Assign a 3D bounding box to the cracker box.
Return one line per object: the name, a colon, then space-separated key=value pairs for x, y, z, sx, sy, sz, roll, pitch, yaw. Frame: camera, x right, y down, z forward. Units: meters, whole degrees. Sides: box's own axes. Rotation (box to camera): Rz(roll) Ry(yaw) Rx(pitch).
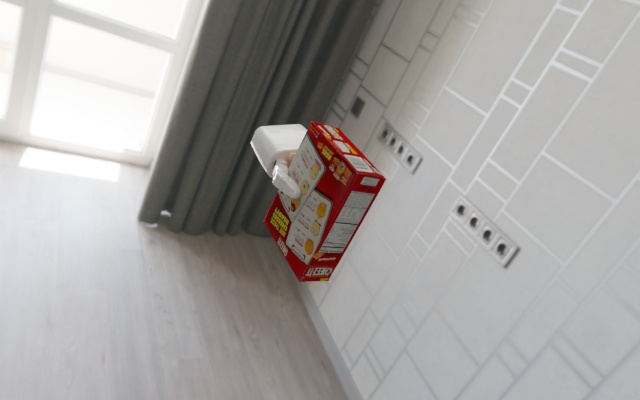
cracker box: x=0.000 y=0.002 z=0.796 sx=0.072 sy=0.214 sz=0.164 roll=7 pitch=31 yaw=-36
